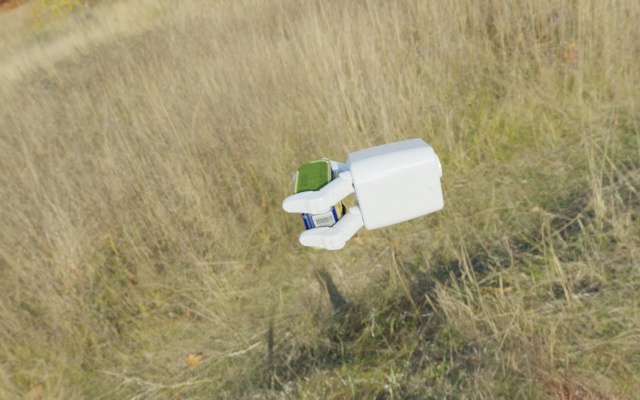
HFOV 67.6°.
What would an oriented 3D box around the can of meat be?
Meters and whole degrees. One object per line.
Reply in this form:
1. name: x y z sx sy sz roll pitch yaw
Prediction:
1. can of meat: 0.000 0.002 0.662 0.057 0.084 0.102 -13 31 8
